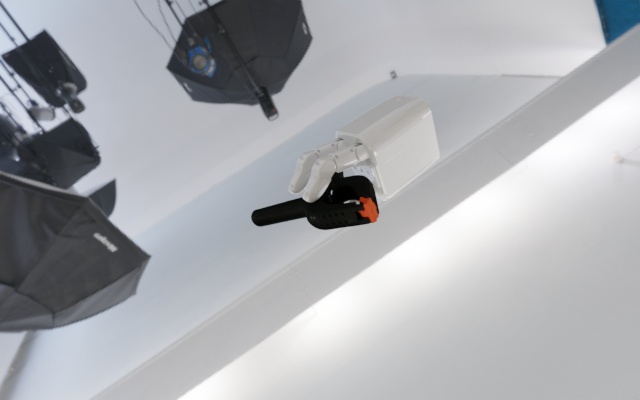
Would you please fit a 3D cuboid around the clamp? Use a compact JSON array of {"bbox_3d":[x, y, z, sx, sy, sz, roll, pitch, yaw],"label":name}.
[{"bbox_3d":[0.001,0.003,0.630,0.164,0.036,0.210,-35,24,-13],"label":"clamp"}]
